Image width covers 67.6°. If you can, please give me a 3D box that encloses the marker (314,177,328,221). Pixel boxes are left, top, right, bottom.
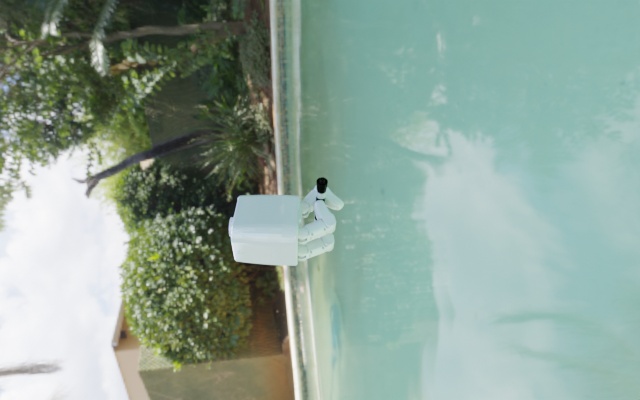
[{"bbox_3d":[0.000,0.003,0.817,0.020,0.020,0.121,0,-37,-3],"label":"marker"}]
